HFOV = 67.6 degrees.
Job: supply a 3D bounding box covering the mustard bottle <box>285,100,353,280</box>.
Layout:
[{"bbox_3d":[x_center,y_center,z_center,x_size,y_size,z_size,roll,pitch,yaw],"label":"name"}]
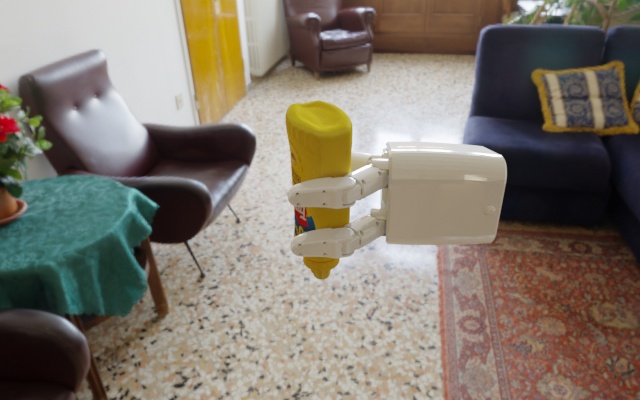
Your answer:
[{"bbox_3d":[0.000,0.001,0.493,0.058,0.192,0.096,-12,31,-16],"label":"mustard bottle"}]
